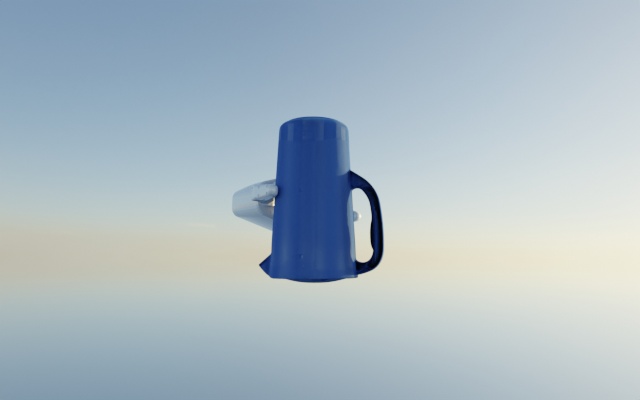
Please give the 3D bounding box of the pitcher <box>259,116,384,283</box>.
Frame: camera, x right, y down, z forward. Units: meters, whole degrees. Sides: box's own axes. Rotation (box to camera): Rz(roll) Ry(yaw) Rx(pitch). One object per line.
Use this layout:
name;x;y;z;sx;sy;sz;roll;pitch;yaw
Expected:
pitcher;0.000;0.002;0.725;0.149;0.243;0.145;5;-9;-34
